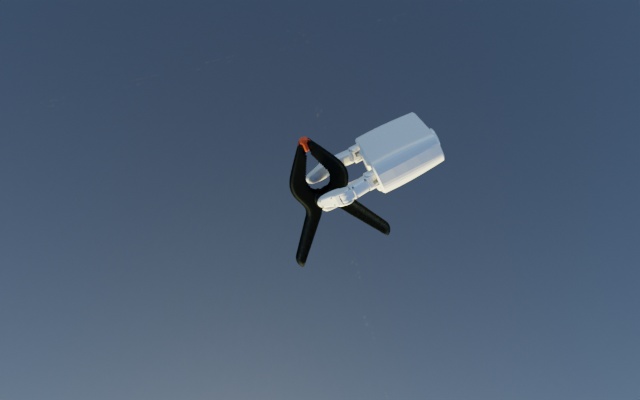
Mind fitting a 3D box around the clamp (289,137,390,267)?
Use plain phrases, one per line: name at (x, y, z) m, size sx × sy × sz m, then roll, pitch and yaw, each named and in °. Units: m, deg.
clamp at (0.000, 0.002, 0.766) m, size 0.164 × 0.210 × 0.036 m, roll -28°, pitch 19°, yaw 3°
